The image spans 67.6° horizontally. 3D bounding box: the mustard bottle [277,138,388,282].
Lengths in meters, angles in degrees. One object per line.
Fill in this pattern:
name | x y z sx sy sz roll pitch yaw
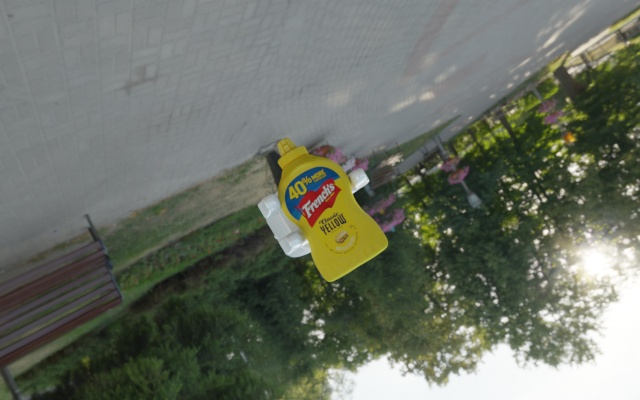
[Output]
mustard bottle | 0.000 0.002 0.625 0.096 0.191 0.058 -32 -5 3
